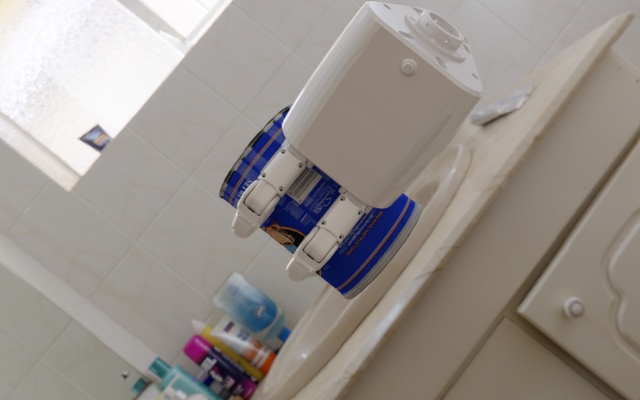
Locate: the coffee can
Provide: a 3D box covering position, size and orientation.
[{"bbox_3d":[0.000,0.002,0.412,0.140,0.103,0.103,39,0,0],"label":"coffee can"}]
